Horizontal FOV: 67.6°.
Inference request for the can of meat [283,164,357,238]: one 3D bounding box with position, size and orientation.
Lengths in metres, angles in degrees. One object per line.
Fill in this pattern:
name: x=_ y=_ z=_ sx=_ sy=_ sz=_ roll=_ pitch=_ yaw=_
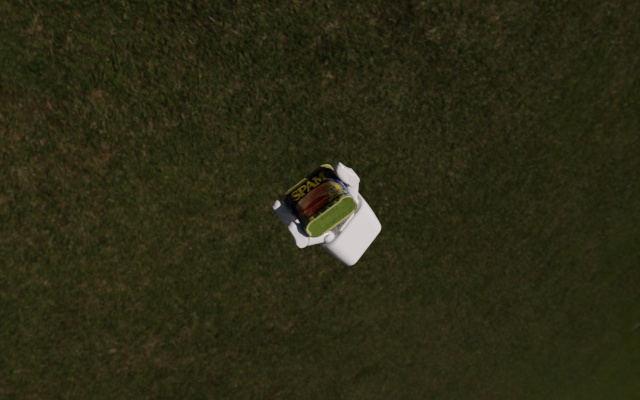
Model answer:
can of meat: x=0.000 y=0.003 z=0.804 sx=0.102 sy=0.084 sz=0.057 roll=-36 pitch=-38 yaw=1
